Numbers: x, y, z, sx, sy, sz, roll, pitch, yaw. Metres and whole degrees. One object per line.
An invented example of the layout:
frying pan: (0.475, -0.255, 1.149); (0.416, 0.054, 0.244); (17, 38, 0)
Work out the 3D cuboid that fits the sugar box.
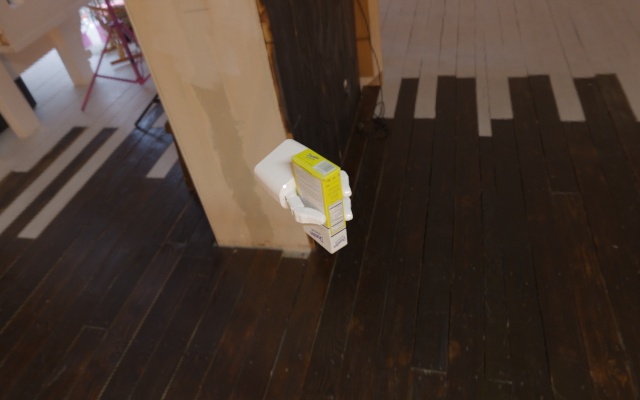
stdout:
sugar box: (0.000, 0.002, 0.864); (0.048, 0.176, 0.093); (-32, 45, -23)
